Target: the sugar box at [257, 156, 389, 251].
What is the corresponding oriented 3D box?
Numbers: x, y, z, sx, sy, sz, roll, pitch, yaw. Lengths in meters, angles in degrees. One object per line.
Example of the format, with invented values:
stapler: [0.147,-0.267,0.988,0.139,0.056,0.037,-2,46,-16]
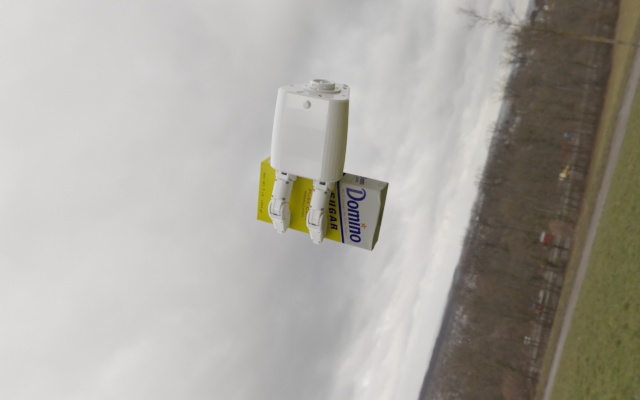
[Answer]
sugar box: [0.000,0.002,0.670,0.176,0.093,0.048,15,25,17]
